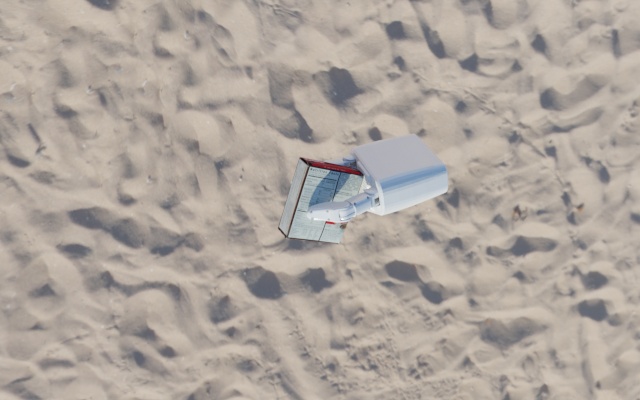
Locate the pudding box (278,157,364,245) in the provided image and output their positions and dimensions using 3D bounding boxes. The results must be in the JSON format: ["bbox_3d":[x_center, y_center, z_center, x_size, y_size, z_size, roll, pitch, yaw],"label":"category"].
[{"bbox_3d":[0.000,0.002,0.668,0.090,0.113,0.039,10,17,-27],"label":"pudding box"}]
